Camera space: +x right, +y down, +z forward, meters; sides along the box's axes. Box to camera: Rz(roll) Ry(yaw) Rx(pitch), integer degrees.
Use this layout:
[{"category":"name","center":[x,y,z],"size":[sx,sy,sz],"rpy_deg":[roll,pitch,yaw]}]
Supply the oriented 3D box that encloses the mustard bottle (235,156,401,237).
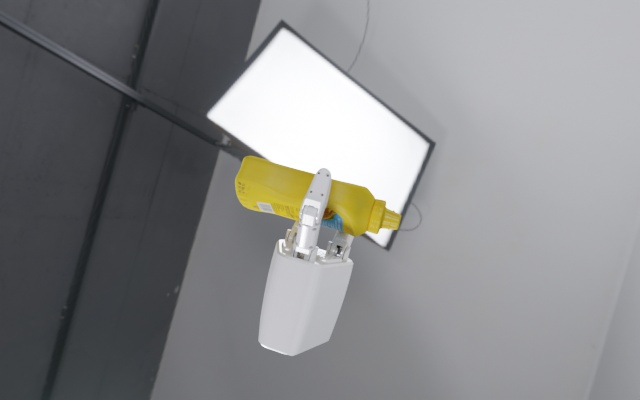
[{"category":"mustard bottle","center":[0.000,0.001,0.568],"size":[0.191,0.058,0.096],"rpy_deg":[15,-20,10]}]
